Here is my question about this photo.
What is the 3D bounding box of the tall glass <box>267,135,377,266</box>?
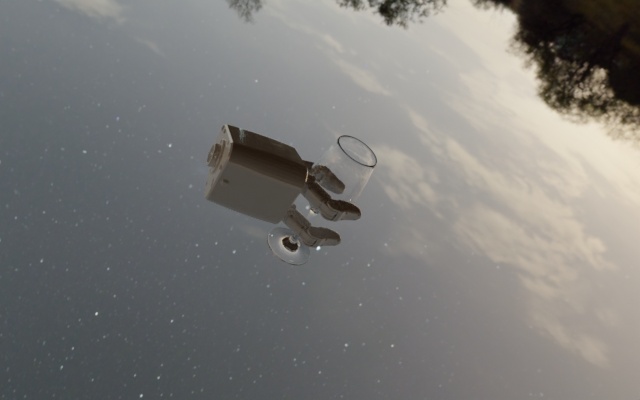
[{"bbox_3d":[0.000,0.003,0.682,0.079,0.079,0.201,0,-43,-43],"label":"tall glass"}]
